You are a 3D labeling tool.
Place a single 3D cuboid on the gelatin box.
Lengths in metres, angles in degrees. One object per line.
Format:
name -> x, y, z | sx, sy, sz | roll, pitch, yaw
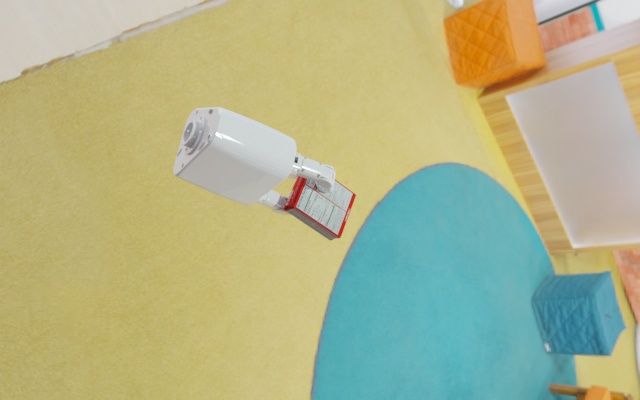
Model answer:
gelatin box -> 0.001, 0.002, 0.663 | 0.089, 0.073, 0.030 | 34, -29, -25
